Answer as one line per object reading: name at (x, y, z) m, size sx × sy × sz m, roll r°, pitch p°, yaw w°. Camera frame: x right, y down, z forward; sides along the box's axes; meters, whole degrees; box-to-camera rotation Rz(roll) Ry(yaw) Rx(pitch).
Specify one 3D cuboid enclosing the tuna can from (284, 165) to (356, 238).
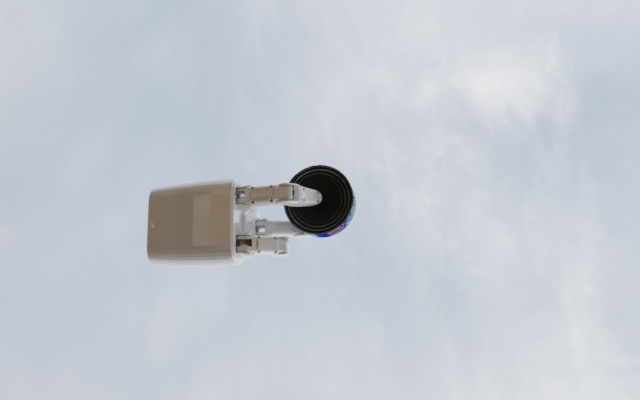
tuna can at (0.000, 0.002, 0.585) m, size 0.086 × 0.086 × 0.034 m, roll 0°, pitch -13°, yaw 13°
